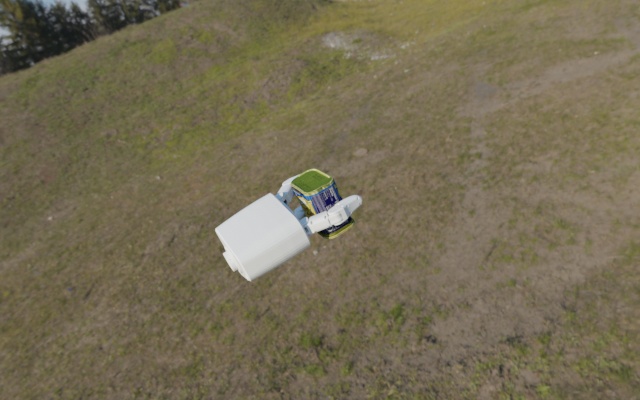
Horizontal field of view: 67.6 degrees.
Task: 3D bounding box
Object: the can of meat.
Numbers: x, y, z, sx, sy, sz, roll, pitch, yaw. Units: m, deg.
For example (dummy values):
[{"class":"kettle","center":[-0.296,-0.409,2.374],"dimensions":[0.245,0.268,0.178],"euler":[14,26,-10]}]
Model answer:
[{"class":"can of meat","center":[0.000,0.002,0.762],"dimensions":[0.057,0.084,0.102],"euler":[-31,24,-13]}]
